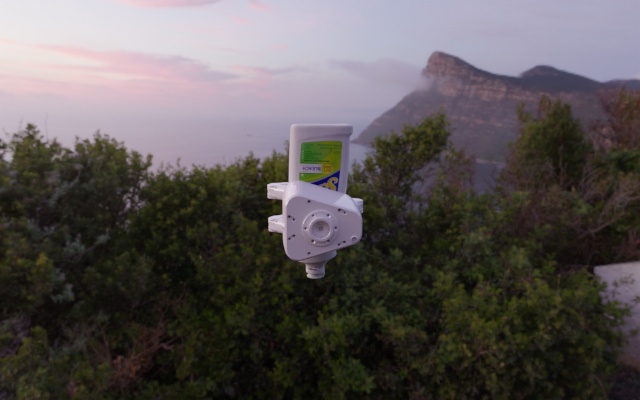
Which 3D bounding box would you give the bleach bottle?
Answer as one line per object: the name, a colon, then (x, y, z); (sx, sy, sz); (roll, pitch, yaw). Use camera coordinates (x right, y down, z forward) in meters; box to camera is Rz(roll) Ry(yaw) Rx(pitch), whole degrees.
bleach bottle: (0.000, 0.002, 0.777); (0.102, 0.251, 0.068); (-1, 10, -4)
